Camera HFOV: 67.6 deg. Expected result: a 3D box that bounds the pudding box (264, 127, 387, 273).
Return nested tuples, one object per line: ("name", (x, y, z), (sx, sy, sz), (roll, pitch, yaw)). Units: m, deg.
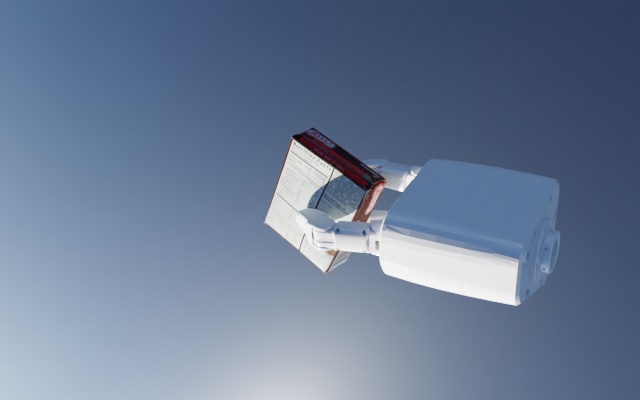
("pudding box", (0.000, 0.002, 0.456), (0.090, 0.114, 0.039), (38, 38, 20))
